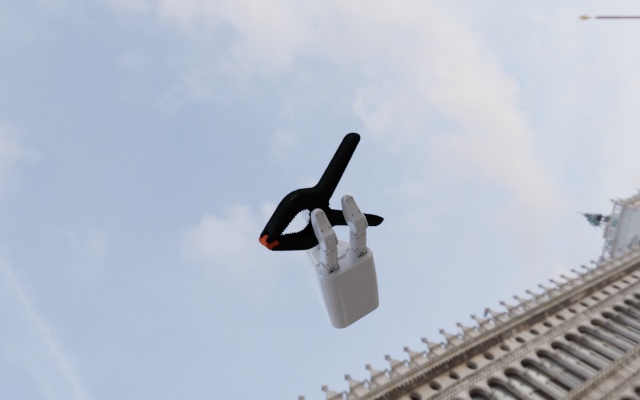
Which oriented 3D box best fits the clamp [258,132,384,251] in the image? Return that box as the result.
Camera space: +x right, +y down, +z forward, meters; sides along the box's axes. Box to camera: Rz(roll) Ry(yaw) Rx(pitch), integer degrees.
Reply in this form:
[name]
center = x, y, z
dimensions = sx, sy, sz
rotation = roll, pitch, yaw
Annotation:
[clamp]
center = -0.001, 0.003, 0.707
dimensions = 0.210, 0.165, 0.036
rotation = -25, 26, -25
